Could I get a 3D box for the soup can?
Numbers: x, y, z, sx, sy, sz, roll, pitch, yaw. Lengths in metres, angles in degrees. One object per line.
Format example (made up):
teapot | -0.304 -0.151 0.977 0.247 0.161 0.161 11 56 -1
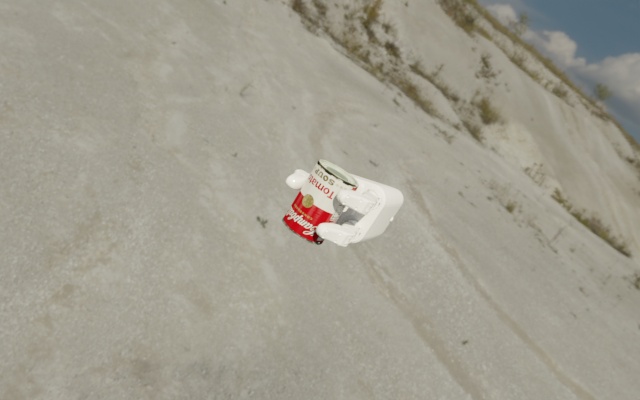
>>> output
soup can | 0.000 0.002 0.673 0.068 0.102 0.068 30 15 -9
